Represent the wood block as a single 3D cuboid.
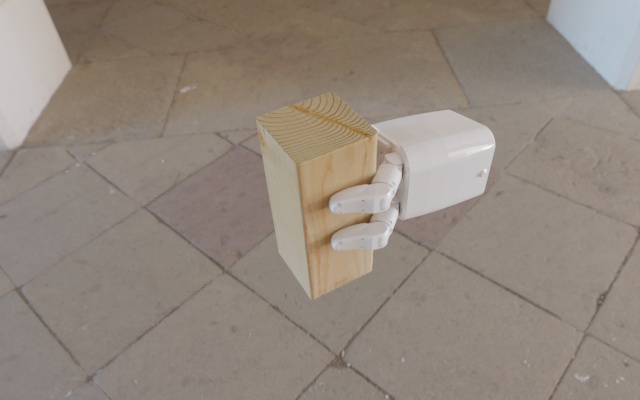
[{"bbox_3d":[0.000,0.001,0.527,0.090,0.206,0.090,-23,47,-19],"label":"wood block"}]
